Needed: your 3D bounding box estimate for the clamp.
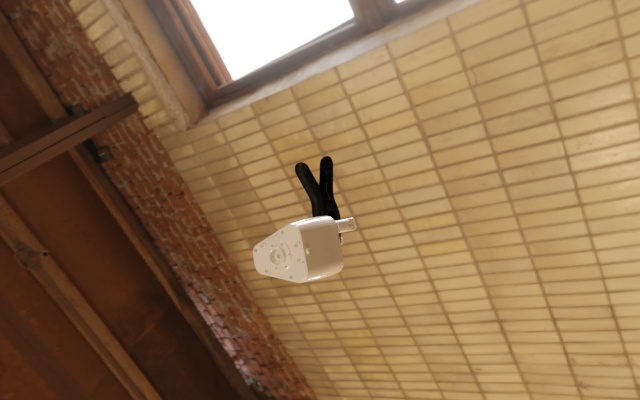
[{"bbox_3d":[0.000,0.003,0.851,0.039,0.171,0.120,-13,-4,33],"label":"clamp"}]
